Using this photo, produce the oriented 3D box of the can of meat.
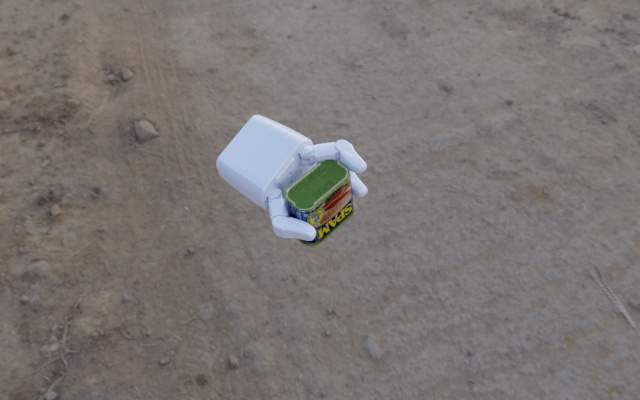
[{"bbox_3d":[0.000,0.002,0.668,0.102,0.084,0.057,-40,56,-23],"label":"can of meat"}]
